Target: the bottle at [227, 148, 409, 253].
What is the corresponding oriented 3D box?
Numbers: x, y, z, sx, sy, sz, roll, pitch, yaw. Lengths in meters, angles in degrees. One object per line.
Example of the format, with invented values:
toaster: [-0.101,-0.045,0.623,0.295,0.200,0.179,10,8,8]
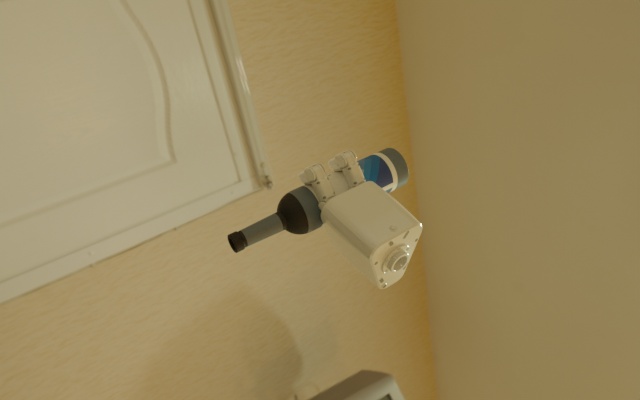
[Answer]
bottle: [0.000,0.002,0.709,0.295,0.069,0.069,-25,11,-25]
